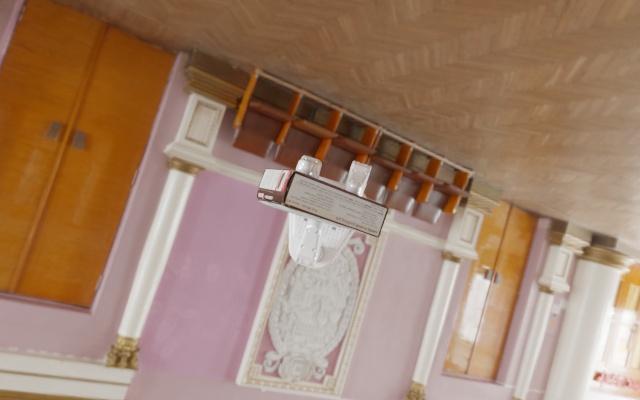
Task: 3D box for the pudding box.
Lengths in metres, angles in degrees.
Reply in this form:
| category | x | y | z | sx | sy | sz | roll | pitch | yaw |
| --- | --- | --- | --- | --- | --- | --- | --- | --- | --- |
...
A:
| category | x | y | z | sx | sy | sz | roll | pitch | yaw |
| --- | --- | --- | --- | --- | --- | --- | --- | --- | --- |
| pudding box | 0.000 | 0.002 | 0.495 | 0.113 | 0.039 | 0.090 | 18 | -4 | -24 |
